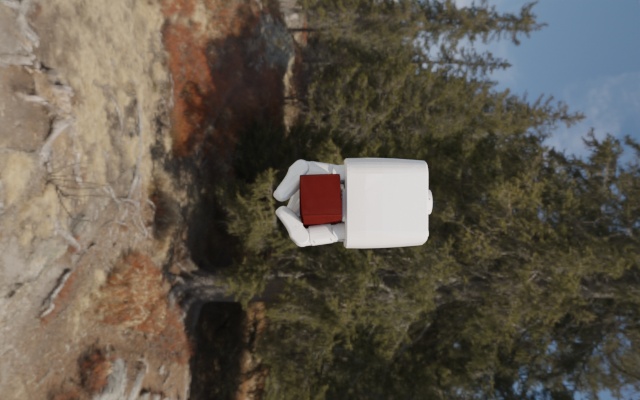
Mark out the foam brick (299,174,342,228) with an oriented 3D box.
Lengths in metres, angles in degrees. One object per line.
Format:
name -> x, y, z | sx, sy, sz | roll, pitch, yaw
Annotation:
foam brick -> 0.000, 0.002, 0.609 | 0.051, 0.053, 0.078 | -1, -14, 0
